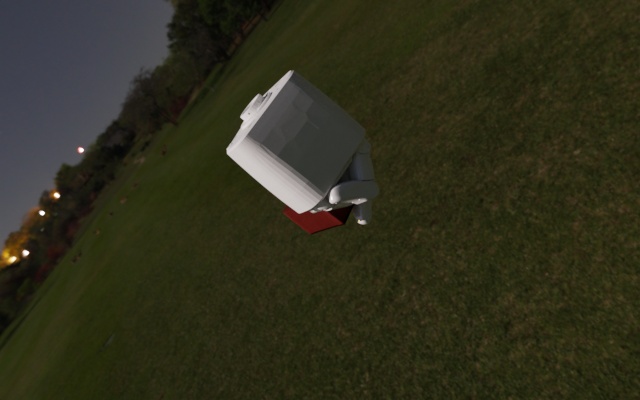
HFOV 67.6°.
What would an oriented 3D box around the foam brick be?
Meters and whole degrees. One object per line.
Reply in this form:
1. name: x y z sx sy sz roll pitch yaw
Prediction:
1. foam brick: 0.000 0.002 0.590 0.051 0.053 0.078 37 -30 -19
